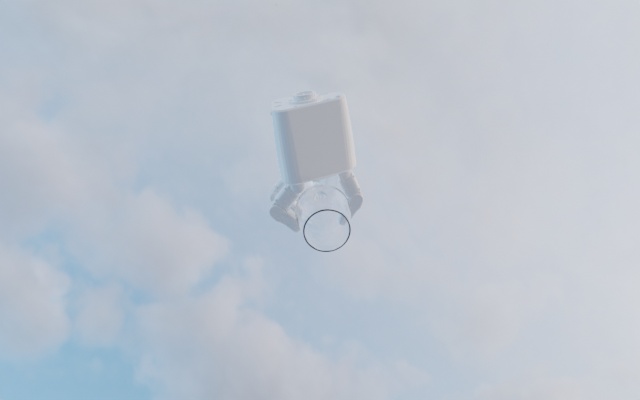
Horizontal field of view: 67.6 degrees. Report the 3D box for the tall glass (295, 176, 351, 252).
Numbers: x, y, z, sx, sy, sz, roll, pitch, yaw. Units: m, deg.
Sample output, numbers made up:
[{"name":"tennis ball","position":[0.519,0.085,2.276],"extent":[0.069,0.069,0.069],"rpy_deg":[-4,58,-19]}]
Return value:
[{"name":"tall glass","position":[0.000,0.002,0.705],"extent":[0.079,0.079,0.201],"rpy_deg":[0,22,-5]}]
